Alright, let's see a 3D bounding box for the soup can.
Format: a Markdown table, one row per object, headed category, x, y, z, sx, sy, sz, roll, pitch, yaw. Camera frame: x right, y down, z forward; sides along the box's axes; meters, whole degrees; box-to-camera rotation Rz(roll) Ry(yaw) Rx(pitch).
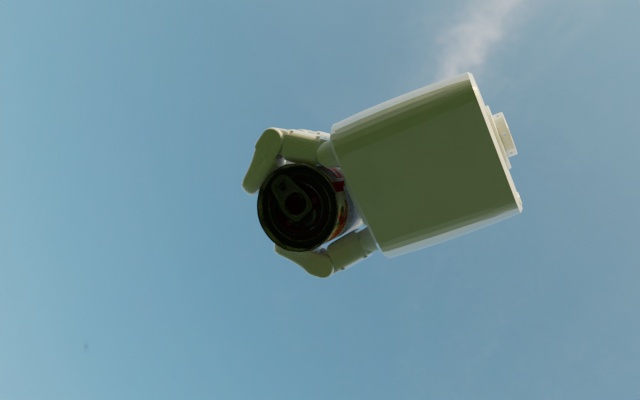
| category | x | y | z | sx | sy | sz | roll | pitch | yaw |
| --- | --- | --- | --- | --- | --- | --- | --- | --- | --- |
| soup can | 0.000 | 0.002 | 0.407 | 0.068 | 0.068 | 0.102 | 0 | 5 | 22 |
